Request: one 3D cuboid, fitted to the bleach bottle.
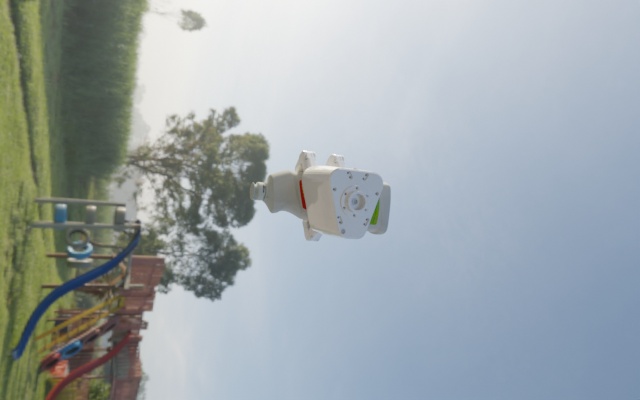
[{"bbox_3d":[0.000,0.003,0.844,0.251,0.102,0.068,5,1,-23],"label":"bleach bottle"}]
